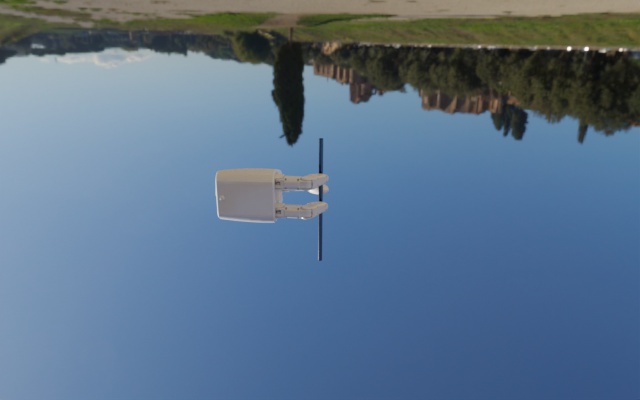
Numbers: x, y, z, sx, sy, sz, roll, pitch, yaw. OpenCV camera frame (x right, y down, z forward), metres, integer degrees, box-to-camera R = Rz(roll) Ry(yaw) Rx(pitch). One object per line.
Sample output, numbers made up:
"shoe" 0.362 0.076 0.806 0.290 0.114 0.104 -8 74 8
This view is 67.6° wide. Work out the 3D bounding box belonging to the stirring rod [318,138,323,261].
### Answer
"stirring rod" 0.000 0.003 0.894 0.011 0.240 0.011 0 20 0
